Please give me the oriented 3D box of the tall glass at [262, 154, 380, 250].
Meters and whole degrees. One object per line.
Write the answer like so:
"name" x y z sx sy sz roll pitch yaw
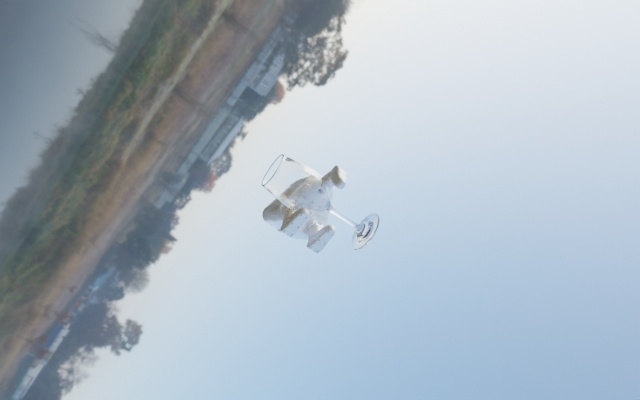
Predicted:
"tall glass" 0.001 0.003 0.807 0.201 0.079 0.079 34 -12 -18
